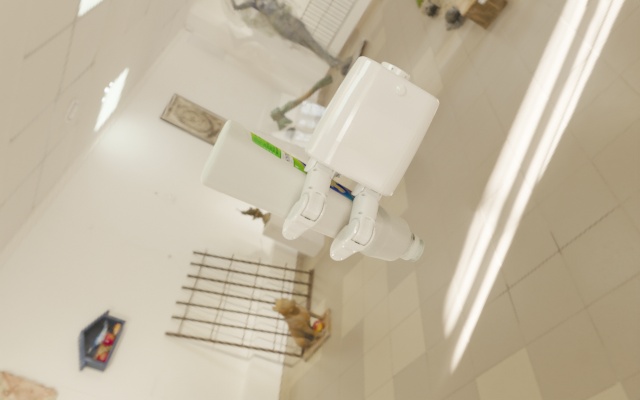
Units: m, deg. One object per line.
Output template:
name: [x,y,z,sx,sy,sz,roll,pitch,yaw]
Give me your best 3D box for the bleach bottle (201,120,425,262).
bleach bottle: [0.000,0.002,0.517,0.251,0.068,0.102,26,10,-16]
